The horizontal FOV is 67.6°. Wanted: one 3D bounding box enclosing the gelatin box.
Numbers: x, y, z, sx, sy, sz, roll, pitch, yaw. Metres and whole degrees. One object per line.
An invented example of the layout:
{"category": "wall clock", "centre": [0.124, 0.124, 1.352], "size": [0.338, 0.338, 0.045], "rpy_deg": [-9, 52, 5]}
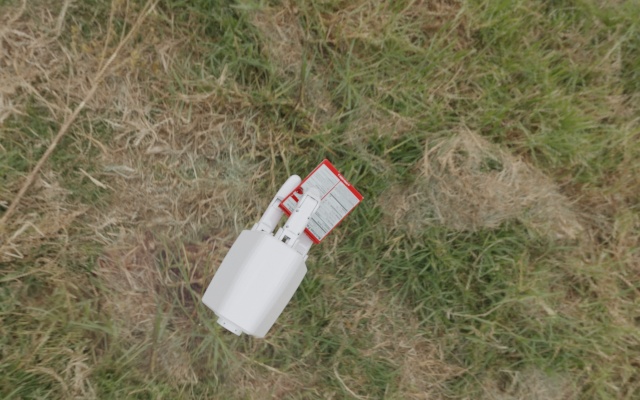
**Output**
{"category": "gelatin box", "centre": [0.000, 0.002, 0.631], "size": [0.089, 0.073, 0.030], "rpy_deg": [-45, 2, -11]}
